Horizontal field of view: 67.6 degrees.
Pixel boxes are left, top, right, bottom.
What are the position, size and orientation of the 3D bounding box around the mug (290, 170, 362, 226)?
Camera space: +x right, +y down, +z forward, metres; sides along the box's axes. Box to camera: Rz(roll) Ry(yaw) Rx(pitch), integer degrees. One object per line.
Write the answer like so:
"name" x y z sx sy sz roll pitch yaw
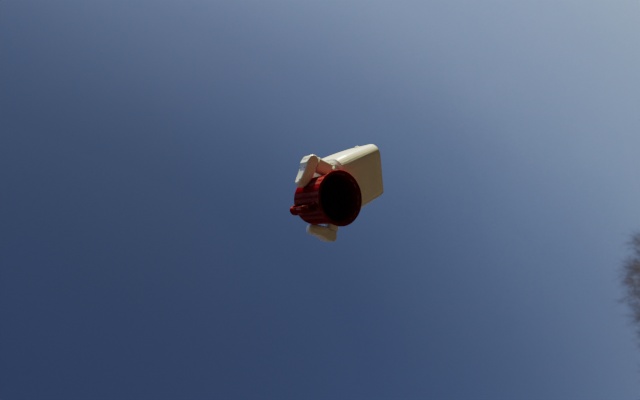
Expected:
"mug" -0.001 0.003 0.800 0.117 0.093 0.081 -24 11 -36
